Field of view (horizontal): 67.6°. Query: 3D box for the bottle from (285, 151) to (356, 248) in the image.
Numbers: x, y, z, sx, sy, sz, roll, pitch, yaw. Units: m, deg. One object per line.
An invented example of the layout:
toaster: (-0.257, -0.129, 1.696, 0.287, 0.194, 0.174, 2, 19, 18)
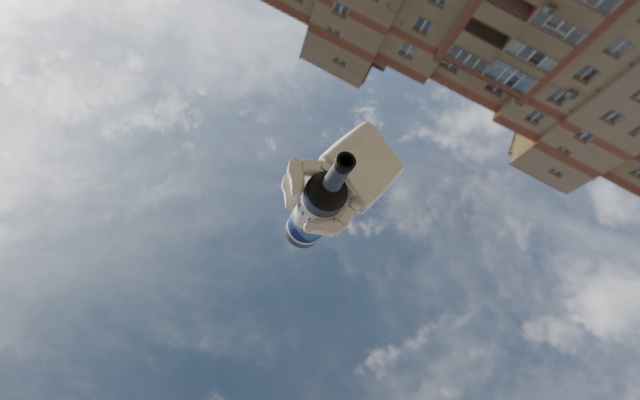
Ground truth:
bottle: (0.000, 0.003, 0.754, 0.069, 0.069, 0.296, 0, -22, -14)
